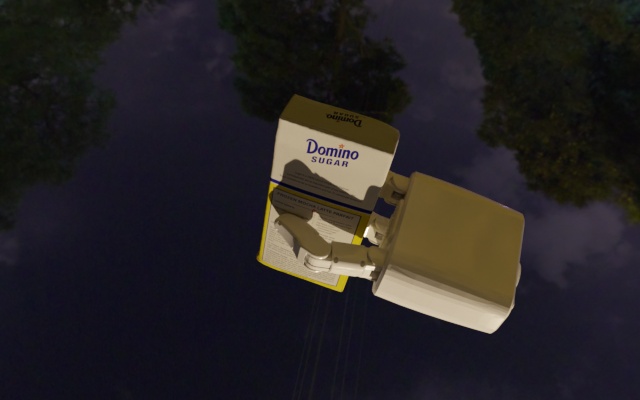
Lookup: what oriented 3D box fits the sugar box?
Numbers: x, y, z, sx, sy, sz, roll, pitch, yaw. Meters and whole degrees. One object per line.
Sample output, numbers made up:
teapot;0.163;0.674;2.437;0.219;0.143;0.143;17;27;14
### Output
sugar box;0.000;0.001;0.425;0.093;0.176;0.048;19;41;3
